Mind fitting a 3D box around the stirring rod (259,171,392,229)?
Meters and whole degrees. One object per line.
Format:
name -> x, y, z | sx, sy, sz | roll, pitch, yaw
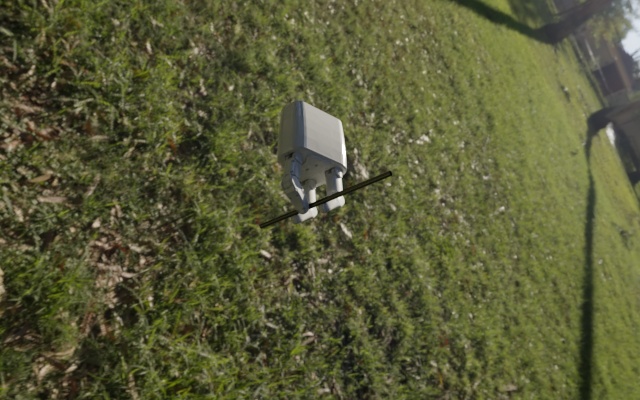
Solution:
stirring rod -> 0.000, 0.002, 0.717 | 0.239, 0.011, 0.011 | -22, -12, 29
